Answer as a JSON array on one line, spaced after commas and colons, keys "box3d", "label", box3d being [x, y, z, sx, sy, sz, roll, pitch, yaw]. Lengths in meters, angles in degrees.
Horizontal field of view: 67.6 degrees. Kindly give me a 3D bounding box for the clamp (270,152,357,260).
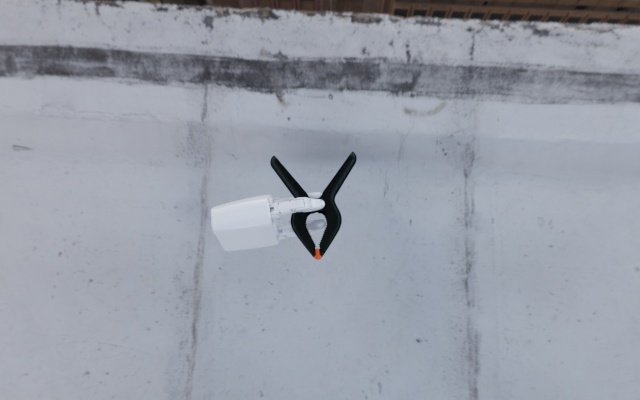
[{"box3d": [0.000, 0.003, 0.894, 0.164, 0.210, 0.036, -10, -13, 0], "label": "clamp"}]
